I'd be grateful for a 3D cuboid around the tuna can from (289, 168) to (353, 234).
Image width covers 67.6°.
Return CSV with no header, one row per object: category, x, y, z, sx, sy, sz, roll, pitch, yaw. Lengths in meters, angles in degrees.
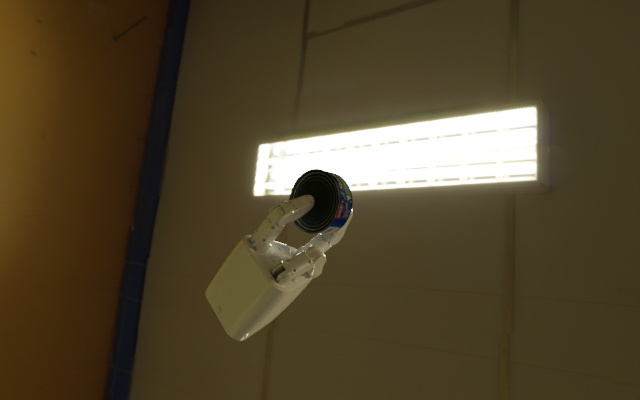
tuna can,0.001,0.002,0.635,0.086,0.086,0.034,0,-5,40
